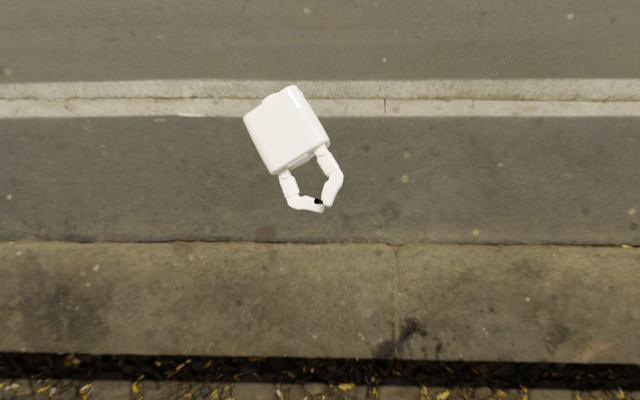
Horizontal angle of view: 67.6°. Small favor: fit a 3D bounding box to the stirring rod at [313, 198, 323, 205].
[{"bbox_3d":[0.000,0.002,0.747,0.011,0.011,0.239,0,-1,3],"label":"stirring rod"}]
